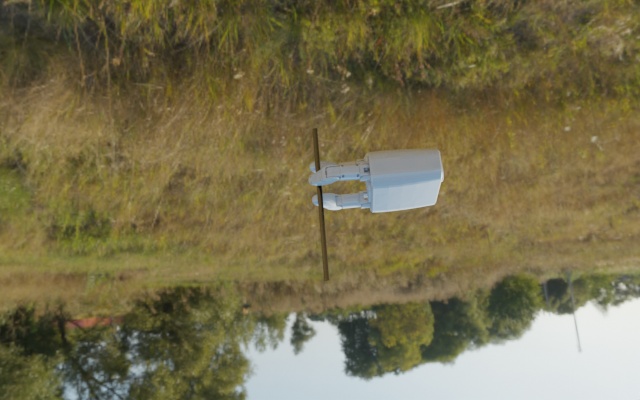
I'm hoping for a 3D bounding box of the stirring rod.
[{"bbox_3d":[0.000,0.002,0.739,0.011,0.239,0.011,-4,-13,-1],"label":"stirring rod"}]
